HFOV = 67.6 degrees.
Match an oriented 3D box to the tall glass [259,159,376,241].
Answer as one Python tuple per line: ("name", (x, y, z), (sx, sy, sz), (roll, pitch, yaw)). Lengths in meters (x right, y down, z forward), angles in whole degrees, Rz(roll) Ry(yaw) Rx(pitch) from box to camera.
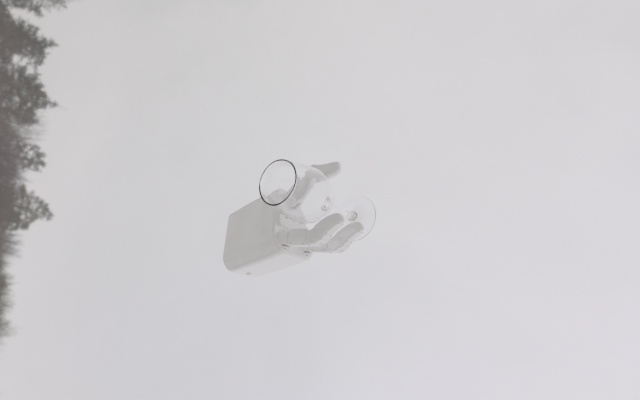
("tall glass", (0.001, 0.002, 0.684), (0.079, 0.079, 0.201), (0, -15, 35))
